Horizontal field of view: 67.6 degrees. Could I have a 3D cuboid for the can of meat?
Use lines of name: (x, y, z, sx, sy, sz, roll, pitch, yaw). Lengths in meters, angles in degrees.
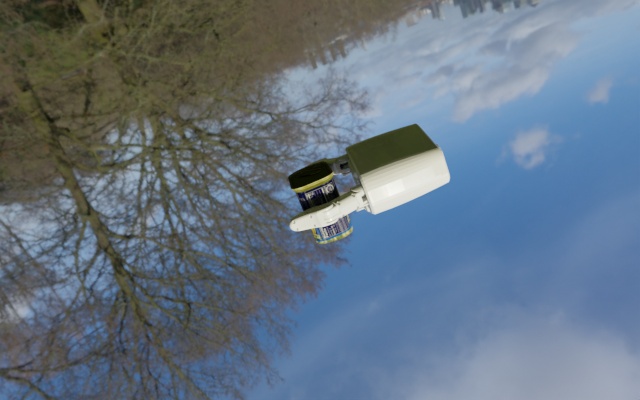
can of meat: (0.000, 0.002, 0.642, 0.057, 0.084, 0.102, -23, 16, -1)
